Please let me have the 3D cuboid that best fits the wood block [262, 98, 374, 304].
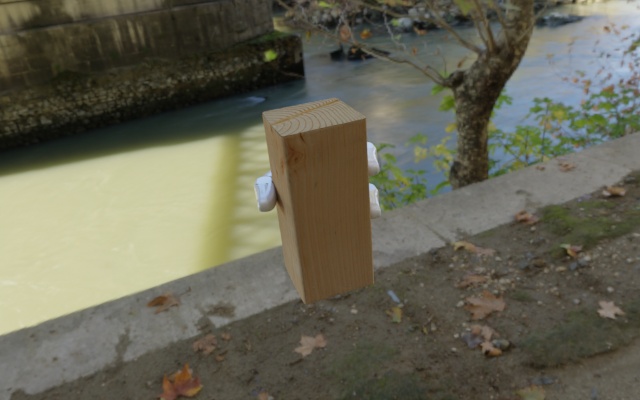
[{"bbox_3d":[0.000,0.002,0.543,0.091,0.206,0.090,-14,29,-14],"label":"wood block"}]
